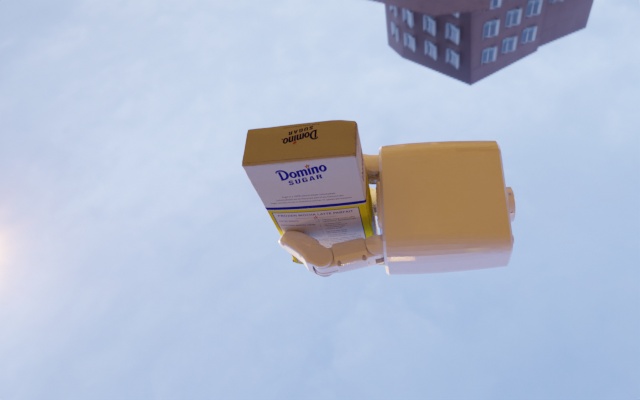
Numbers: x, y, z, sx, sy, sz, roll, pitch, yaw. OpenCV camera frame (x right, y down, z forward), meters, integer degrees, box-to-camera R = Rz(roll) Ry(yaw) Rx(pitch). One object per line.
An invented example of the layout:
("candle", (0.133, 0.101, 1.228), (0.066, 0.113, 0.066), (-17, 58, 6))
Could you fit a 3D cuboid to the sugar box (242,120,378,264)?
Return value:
("sugar box", (0.000, 0.001, 0.442), (0.093, 0.048, 0.176), (-4, -36, 10))
